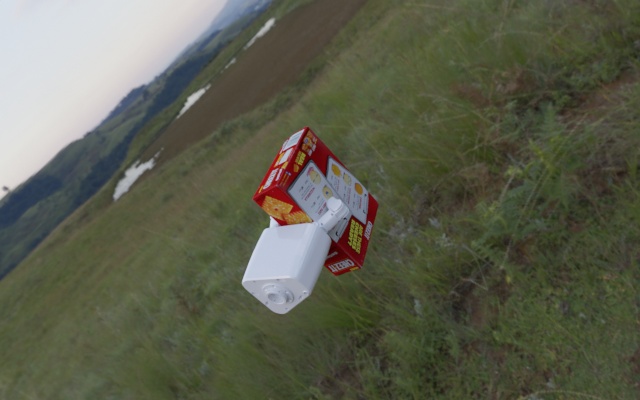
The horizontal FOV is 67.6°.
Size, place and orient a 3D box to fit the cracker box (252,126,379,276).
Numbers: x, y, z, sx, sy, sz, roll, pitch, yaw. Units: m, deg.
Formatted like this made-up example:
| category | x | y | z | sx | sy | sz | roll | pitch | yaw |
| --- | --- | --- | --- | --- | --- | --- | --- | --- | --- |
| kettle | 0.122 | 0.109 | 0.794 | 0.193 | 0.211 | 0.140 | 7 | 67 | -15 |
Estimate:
| category | x | y | z | sx | sy | sz | roll | pitch | yaw |
| --- | --- | --- | --- | --- | --- | --- | --- | --- | --- |
| cracker box | 0.000 | 0.003 | 0.840 | 0.072 | 0.164 | 0.214 | -25 | -60 | 38 |
